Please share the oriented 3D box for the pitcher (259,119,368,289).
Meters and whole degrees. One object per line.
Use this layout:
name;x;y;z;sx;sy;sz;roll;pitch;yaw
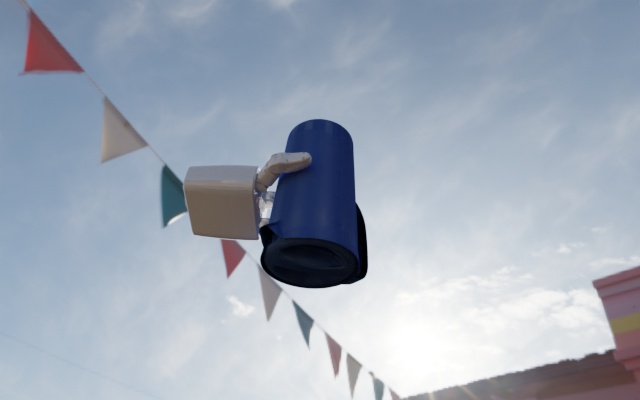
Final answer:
pitcher;0.000;0.002;0.710;0.145;0.242;0.149;1;-38;5
